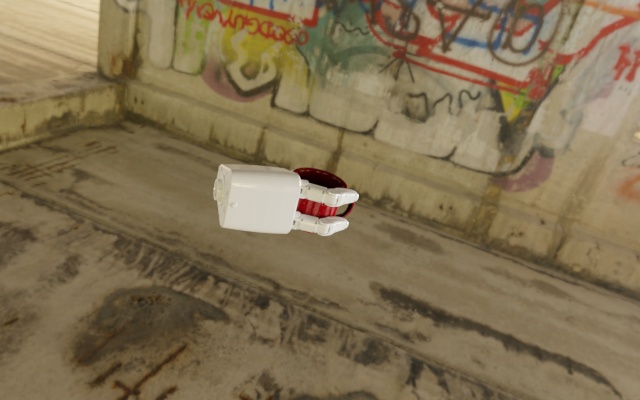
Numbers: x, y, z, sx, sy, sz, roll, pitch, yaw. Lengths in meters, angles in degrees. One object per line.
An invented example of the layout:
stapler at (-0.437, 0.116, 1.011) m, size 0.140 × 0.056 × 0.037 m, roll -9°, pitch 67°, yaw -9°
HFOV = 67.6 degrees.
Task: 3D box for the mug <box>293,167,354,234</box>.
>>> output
mug at (0.001, 0.003, 0.795) m, size 0.117 × 0.081 × 0.093 m, roll 6°, pitch 26°, yaw -21°
